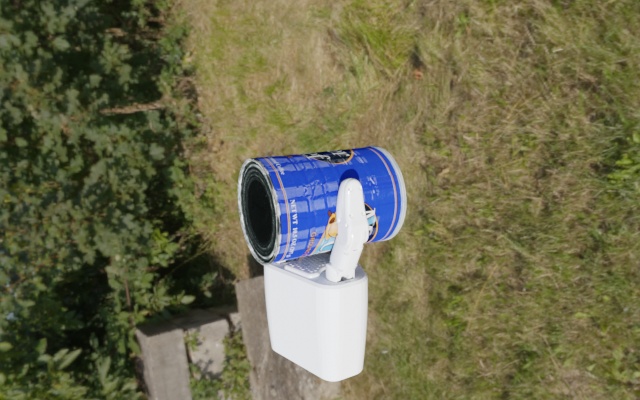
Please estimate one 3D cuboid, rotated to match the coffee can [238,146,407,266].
[{"bbox_3d":[0.000,0.001,0.482,0.140,0.103,0.103,-9,4,-27],"label":"coffee can"}]
